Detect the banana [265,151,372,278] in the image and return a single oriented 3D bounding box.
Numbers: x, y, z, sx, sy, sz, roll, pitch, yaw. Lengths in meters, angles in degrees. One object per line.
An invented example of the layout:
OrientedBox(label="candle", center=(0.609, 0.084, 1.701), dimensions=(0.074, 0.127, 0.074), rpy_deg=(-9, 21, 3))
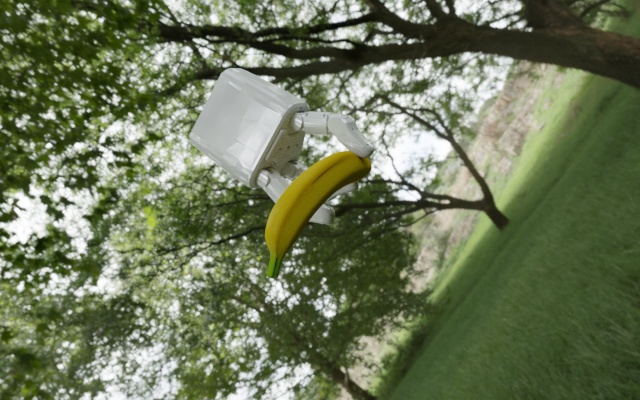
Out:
OrientedBox(label="banana", center=(0.000, -0.009, 0.493), dimensions=(0.037, 0.070, 0.197), rpy_deg=(30, 50, 19))
